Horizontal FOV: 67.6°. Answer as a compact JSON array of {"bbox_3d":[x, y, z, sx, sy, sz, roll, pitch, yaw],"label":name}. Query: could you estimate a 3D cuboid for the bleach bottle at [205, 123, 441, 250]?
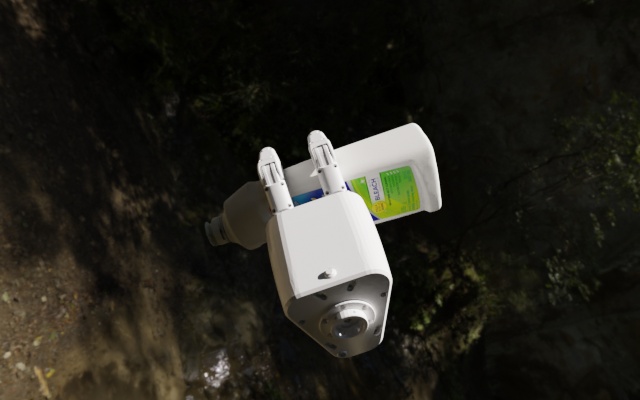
[{"bbox_3d":[0.000,0.002,0.524,0.251,0.103,0.068,-19,40,1],"label":"bleach bottle"}]
